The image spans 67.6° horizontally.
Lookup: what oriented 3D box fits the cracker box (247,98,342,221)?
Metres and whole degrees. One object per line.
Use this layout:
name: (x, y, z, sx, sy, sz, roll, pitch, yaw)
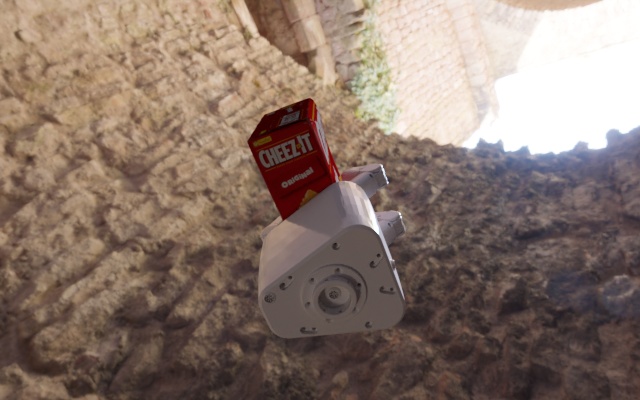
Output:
cracker box: (0.000, 0.002, 0.542, 0.072, 0.214, 0.164, -20, 18, 6)
